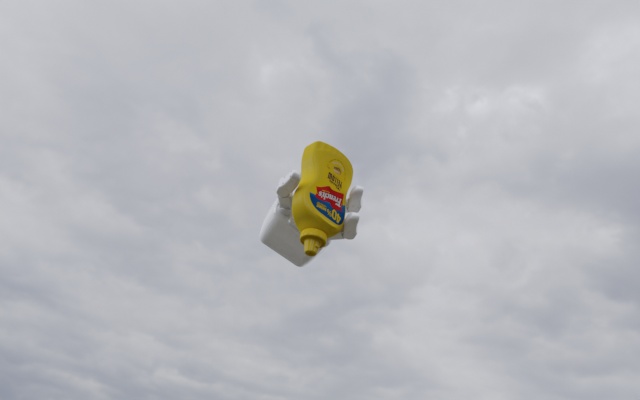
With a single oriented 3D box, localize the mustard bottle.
[{"bbox_3d":[0.000,0.002,0.765,0.058,0.191,0.096,-21,-46,39],"label":"mustard bottle"}]
